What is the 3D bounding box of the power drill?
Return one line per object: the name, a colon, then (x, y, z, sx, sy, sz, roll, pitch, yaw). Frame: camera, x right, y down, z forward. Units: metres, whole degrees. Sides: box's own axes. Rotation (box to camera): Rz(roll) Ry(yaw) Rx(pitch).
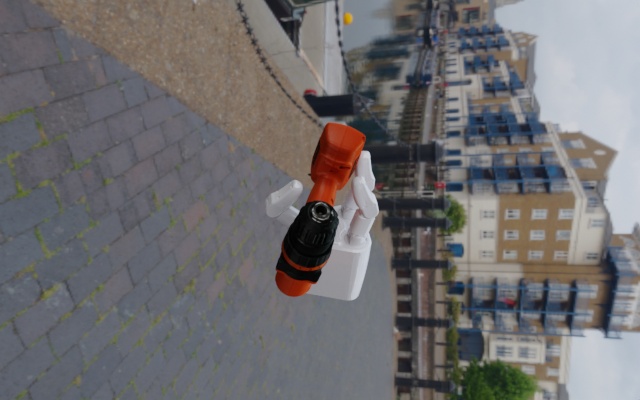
power drill: (0.000, 0.002, 0.550, 0.057, 0.187, 0.184, 22, -33, -2)
